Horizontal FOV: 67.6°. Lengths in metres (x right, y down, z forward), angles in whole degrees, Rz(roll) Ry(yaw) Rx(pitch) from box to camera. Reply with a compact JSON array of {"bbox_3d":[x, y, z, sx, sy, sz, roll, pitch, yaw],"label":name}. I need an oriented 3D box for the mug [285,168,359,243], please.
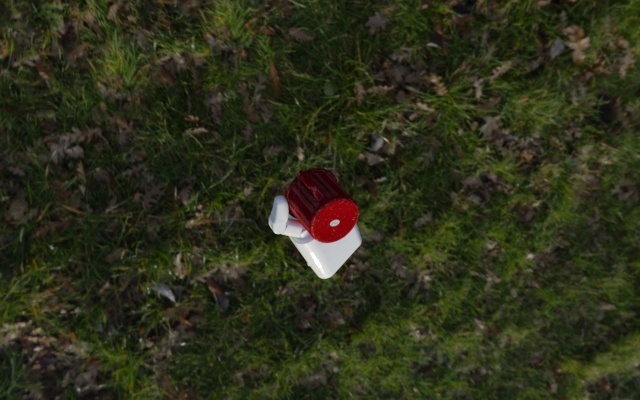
[{"bbox_3d":[0.000,0.001,0.705,0.093,0.117,0.081,-34,42,-7],"label":"mug"}]
